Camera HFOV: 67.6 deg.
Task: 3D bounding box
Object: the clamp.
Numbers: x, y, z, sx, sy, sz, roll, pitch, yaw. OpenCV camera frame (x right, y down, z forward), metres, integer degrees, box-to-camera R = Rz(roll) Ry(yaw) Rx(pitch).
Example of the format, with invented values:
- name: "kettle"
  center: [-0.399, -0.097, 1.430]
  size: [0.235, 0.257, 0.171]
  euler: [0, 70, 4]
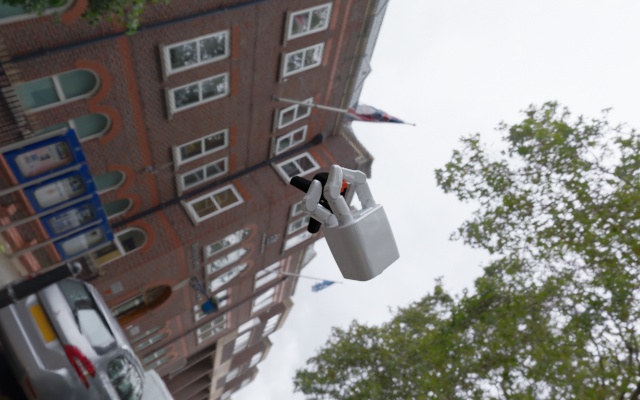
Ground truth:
- name: "clamp"
  center: [0.001, 0.003, 0.899]
  size: [0.039, 0.120, 0.171]
  euler: [-25, 7, -27]
